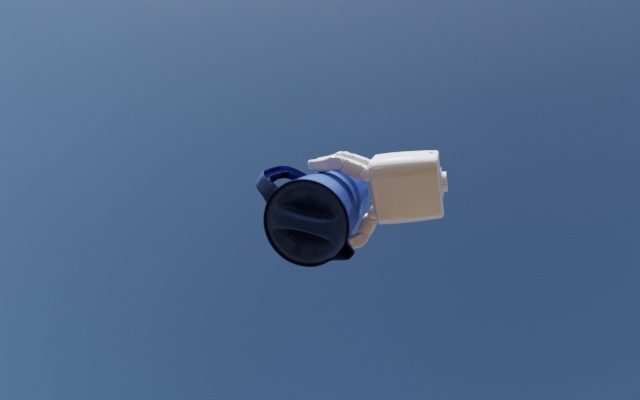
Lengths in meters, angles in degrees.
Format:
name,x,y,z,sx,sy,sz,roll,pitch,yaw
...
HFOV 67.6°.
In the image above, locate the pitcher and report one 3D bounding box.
name,x,y,z,sx,sy,sz,roll,pitch,yaw
pitcher,0.000,0.003,0.804,0.145,0.149,0.242,-7,11,17
